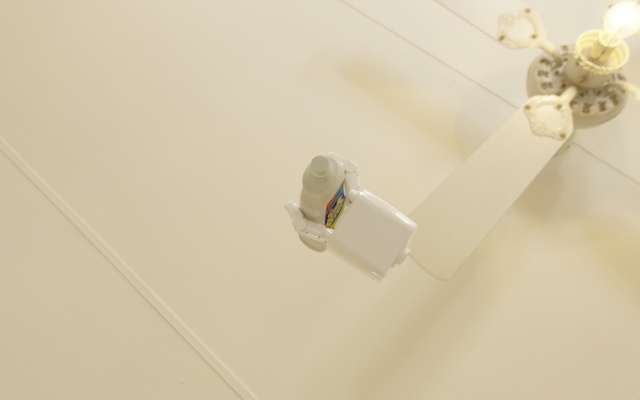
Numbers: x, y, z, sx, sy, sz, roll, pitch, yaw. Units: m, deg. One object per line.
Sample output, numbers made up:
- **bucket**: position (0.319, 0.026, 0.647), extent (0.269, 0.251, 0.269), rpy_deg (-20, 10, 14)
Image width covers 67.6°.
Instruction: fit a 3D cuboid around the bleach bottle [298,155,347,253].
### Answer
- **bleach bottle**: position (0.000, 0.003, 0.813), extent (0.068, 0.102, 0.251), rpy_deg (33, -18, 16)
